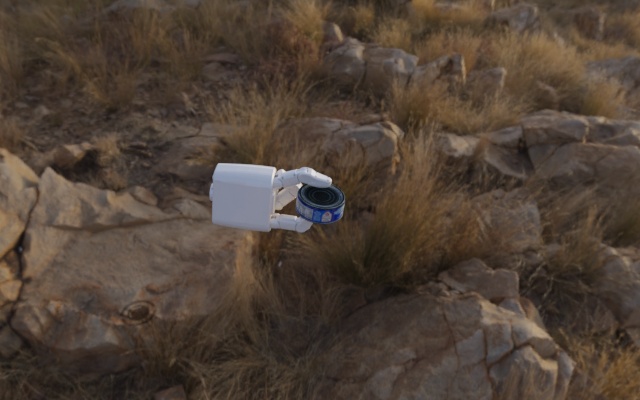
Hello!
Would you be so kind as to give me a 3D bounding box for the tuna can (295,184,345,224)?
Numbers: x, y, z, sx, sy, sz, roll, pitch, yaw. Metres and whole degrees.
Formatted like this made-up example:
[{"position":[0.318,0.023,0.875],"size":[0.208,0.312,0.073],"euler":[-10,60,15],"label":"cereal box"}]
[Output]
[{"position":[0.000,0.002,0.838],"size":[0.086,0.034,0.086],"euler":[7,35,-5],"label":"tuna can"}]
